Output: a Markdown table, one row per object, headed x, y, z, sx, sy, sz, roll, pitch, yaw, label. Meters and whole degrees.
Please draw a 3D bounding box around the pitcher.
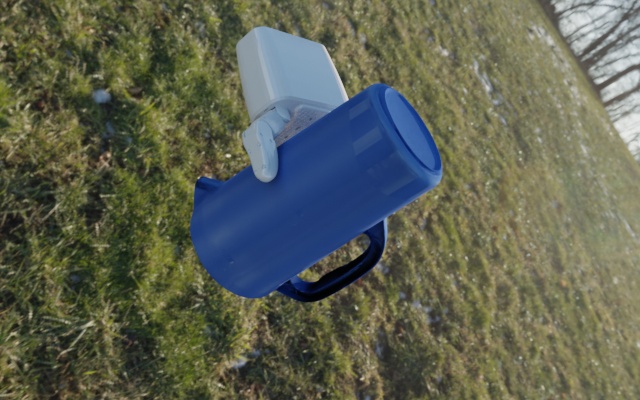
| x | y | z | sx | sy | sz | roll | pitch | yaw | label |
| --- | --- | --- | --- | --- | --- | --- | --- | --- | --- |
| 0.000 | 0.001 | 0.484 | 0.243 | 0.145 | 0.149 | -32 | -31 | 29 | pitcher |
